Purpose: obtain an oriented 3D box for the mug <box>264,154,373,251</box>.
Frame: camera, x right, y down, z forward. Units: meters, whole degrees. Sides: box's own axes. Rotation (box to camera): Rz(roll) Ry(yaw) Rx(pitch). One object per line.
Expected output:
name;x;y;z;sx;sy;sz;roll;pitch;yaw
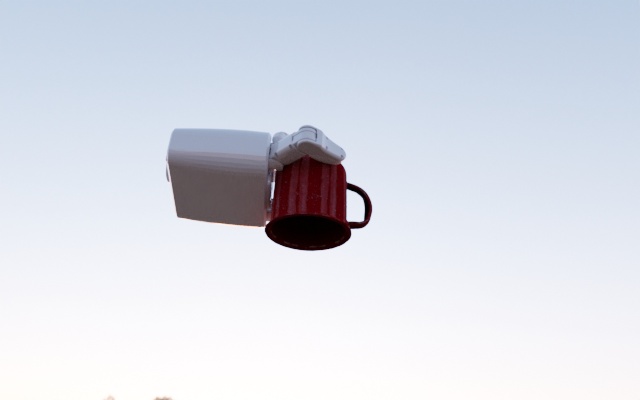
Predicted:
mug;0.002;0.002;0.528;0.117;0.081;0.093;5;-29;-5
